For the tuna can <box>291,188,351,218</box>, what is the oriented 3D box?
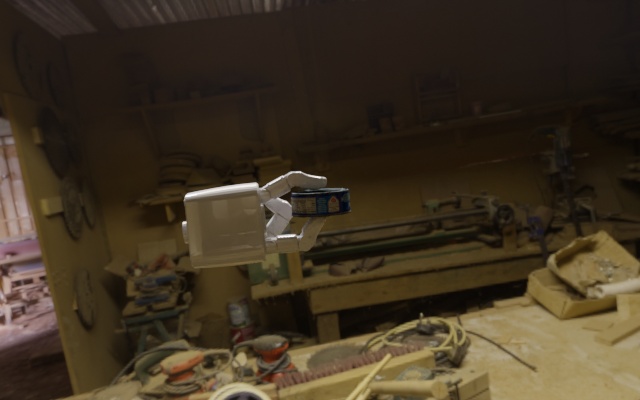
[{"bbox_3d":[0.000,0.002,0.686,0.086,0.034,0.086,-4,5,0],"label":"tuna can"}]
